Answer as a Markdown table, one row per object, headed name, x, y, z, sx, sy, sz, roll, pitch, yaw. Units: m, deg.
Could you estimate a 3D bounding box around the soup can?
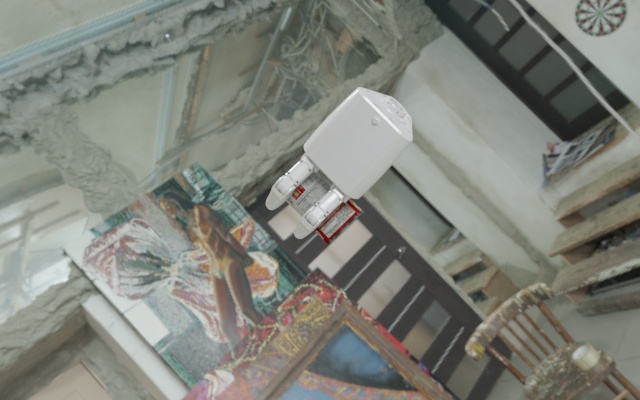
| name | x | y | z | sx | sy | sz | roll | pitch | yaw |
| --- | --- | --- | --- | --- | --- | --- | --- | --- | --- |
| soup can | 0.000 | 0.002 | 0.654 | 0.068 | 0.102 | 0.068 | -44 | -4 | -4 |
